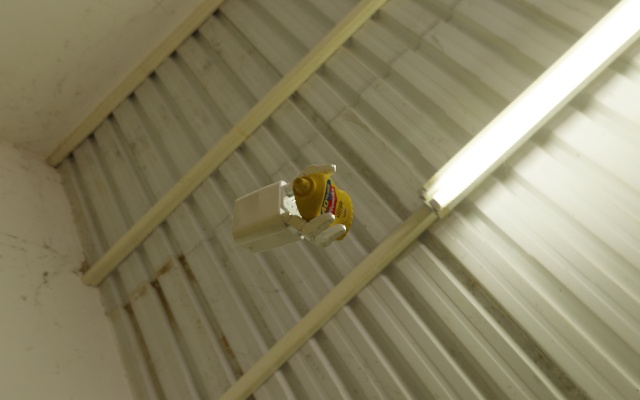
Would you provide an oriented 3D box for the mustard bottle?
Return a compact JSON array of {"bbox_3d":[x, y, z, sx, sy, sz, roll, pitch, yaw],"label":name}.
[{"bbox_3d":[0.001,0.003,0.872,0.058,0.096,0.192,5,-18,27],"label":"mustard bottle"}]
